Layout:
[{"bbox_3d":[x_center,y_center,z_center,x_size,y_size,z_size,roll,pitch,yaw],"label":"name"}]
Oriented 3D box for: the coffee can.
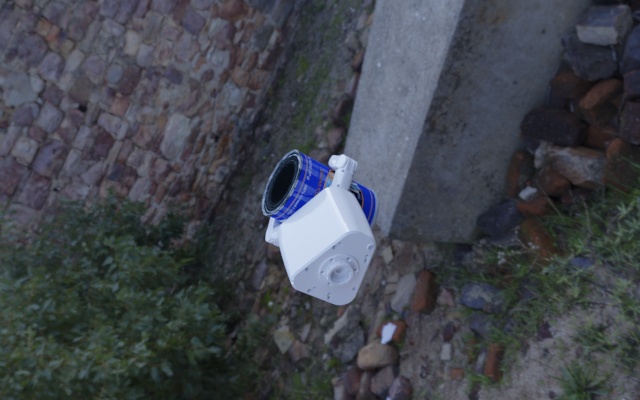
[{"bbox_3d":[0.000,0.002,0.701,0.140,0.103,0.103,26,-12,-25],"label":"coffee can"}]
